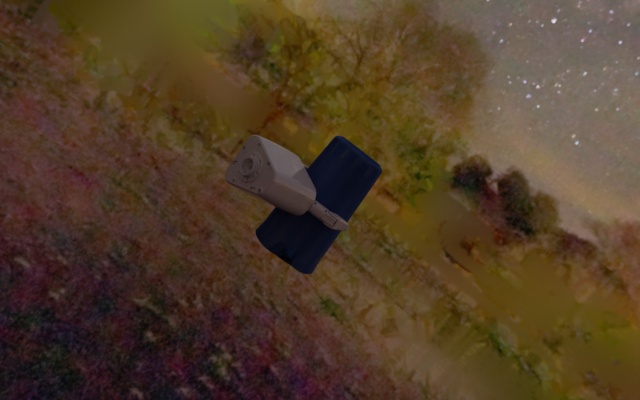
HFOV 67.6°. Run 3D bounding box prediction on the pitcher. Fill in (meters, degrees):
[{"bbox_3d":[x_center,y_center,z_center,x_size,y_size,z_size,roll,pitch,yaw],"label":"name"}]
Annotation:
[{"bbox_3d":[0.000,0.003,0.890,0.145,0.243,0.149,27,14,-51],"label":"pitcher"}]
